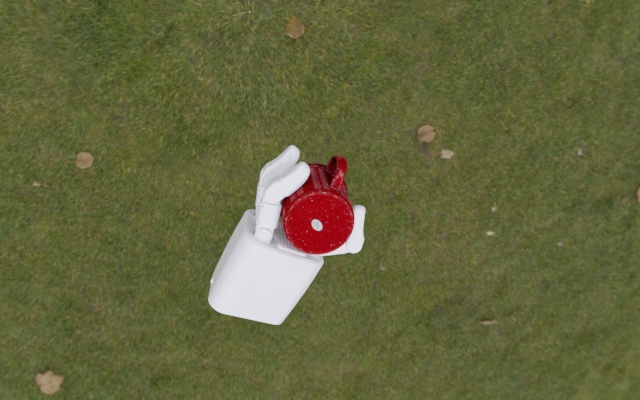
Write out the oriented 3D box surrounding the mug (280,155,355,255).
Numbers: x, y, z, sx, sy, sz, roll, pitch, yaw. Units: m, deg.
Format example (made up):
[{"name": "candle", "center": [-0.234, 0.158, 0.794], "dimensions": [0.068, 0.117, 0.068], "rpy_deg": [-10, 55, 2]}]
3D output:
[{"name": "mug", "center": [0.001, 0.001, 0.562], "dimensions": [0.093, 0.117, 0.081], "rpy_deg": [26, 17, -17]}]
